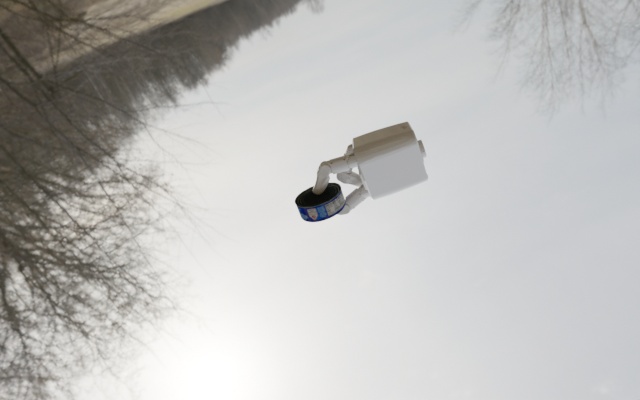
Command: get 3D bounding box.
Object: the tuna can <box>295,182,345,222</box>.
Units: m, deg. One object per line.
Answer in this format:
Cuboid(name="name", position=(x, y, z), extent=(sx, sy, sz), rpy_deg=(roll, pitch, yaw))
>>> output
Cuboid(name="tuna can", position=(0.000, 0.003, 0.844), extent=(0.086, 0.034, 0.086), rpy_deg=(-16, 24, 8))
